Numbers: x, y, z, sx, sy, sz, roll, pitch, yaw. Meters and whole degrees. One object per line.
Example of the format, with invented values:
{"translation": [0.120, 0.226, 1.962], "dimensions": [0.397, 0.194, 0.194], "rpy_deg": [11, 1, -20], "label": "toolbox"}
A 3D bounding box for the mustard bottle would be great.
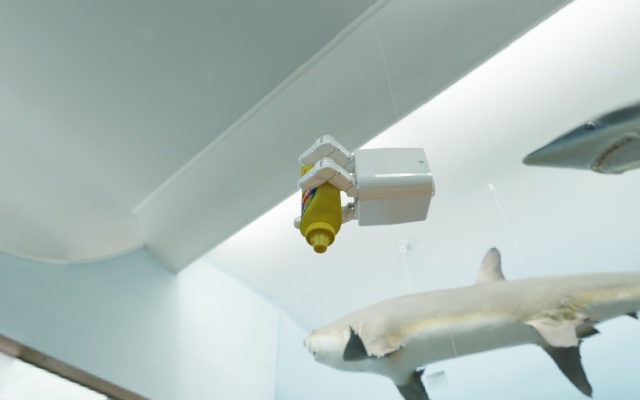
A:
{"translation": [0.000, 0.002, 0.702], "dimensions": [0.058, 0.096, 0.191], "rpy_deg": [15, 40, -14], "label": "mustard bottle"}
